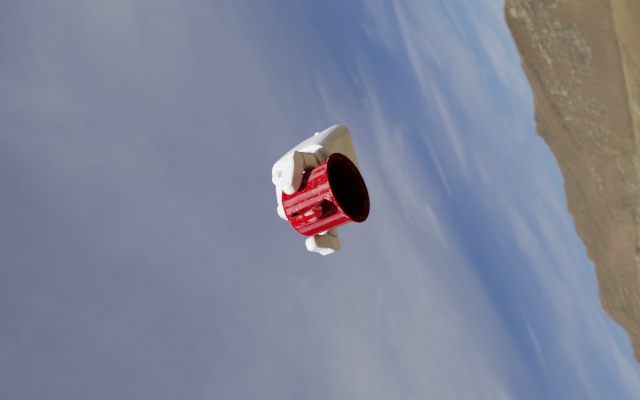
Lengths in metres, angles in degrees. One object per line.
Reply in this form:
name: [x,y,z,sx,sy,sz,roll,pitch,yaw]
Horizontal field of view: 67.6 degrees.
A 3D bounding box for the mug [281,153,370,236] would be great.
mug: [-0.001,0.003,0.600,0.081,0.093,0.117,-23,14,31]
